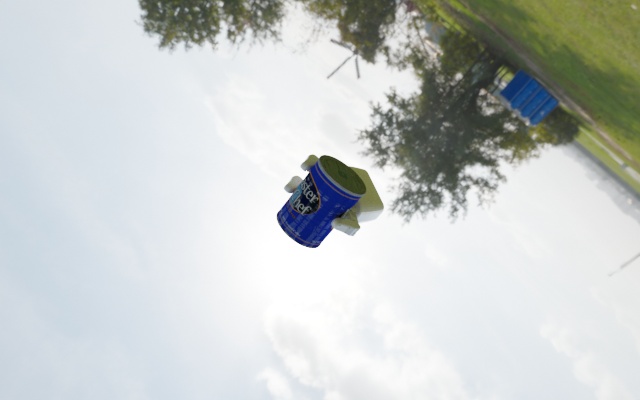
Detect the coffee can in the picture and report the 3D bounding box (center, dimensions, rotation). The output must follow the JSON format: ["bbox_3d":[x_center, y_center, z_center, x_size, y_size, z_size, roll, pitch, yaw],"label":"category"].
[{"bbox_3d":[0.000,0.003,0.863,0.103,0.140,0.102,32,25,-17],"label":"coffee can"}]
